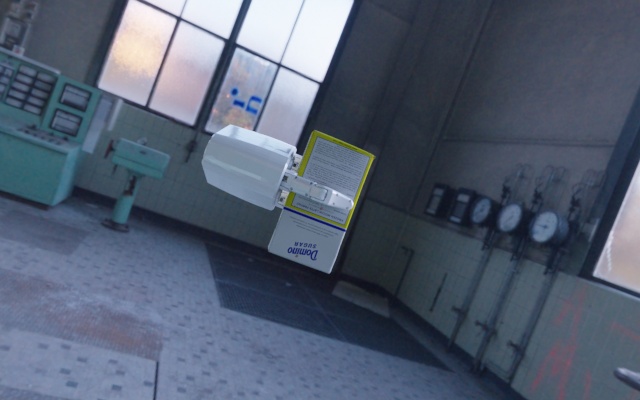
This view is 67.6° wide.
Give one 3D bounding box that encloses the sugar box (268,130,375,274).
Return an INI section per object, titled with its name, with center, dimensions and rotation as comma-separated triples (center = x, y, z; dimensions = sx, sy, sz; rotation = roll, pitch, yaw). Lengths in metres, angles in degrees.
[sugar box]
center = 0.000, 0.002, 0.663
dimensions = 0.093, 0.176, 0.048
rotation = 22, 2, -6
